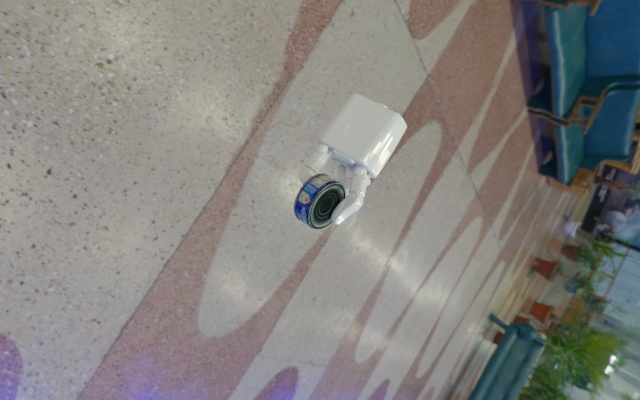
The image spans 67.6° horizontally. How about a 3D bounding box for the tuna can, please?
[{"bbox_3d":[0.000,0.003,0.758,0.033,0.086,0.086,33,20,35],"label":"tuna can"}]
